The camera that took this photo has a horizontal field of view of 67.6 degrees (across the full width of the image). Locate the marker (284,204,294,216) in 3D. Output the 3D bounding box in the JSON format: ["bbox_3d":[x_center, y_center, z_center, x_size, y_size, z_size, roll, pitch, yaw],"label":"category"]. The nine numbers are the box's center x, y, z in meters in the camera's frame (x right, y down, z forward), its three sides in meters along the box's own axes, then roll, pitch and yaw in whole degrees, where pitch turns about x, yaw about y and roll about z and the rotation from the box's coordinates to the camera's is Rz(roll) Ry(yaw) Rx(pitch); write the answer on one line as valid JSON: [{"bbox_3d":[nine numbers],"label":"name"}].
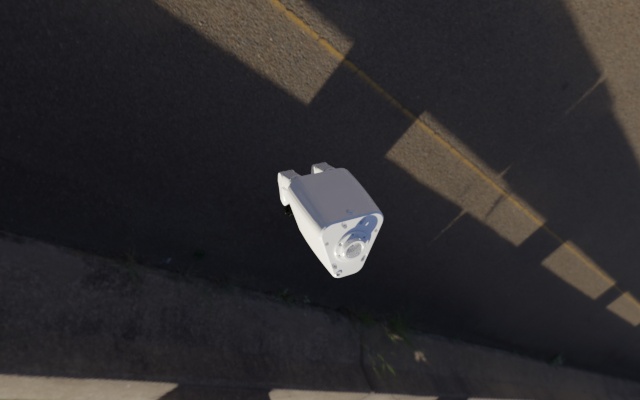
[{"bbox_3d":[0.000,0.002,0.751,0.121,0.020,0.020,-14,5,-20],"label":"marker"}]
